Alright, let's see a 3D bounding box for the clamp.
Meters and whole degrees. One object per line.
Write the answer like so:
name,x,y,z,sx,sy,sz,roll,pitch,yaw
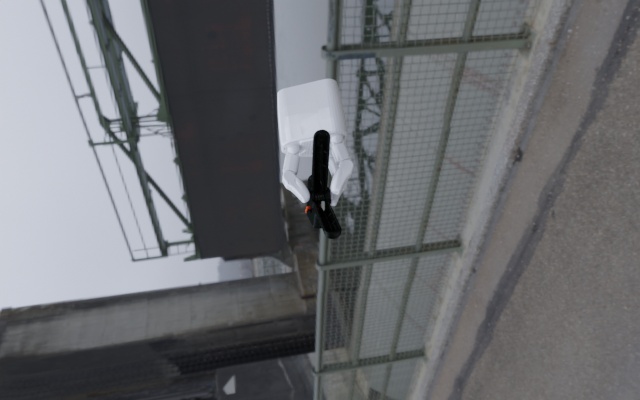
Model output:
clamp,-0.001,0.003,0.780,0.036,0.164,0.210,-4,-19,-8
